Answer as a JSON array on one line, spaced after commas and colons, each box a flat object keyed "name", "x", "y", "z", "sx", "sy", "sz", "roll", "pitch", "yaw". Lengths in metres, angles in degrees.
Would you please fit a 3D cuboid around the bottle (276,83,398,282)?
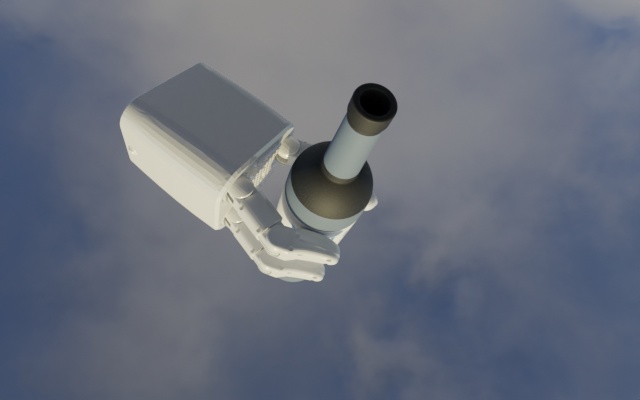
[{"name": "bottle", "x": 0.000, "y": 0.001, "z": 0.404, "sx": 0.069, "sy": 0.069, "sz": 0.296, "roll": 0, "pitch": -23, "yaw": -13}]
